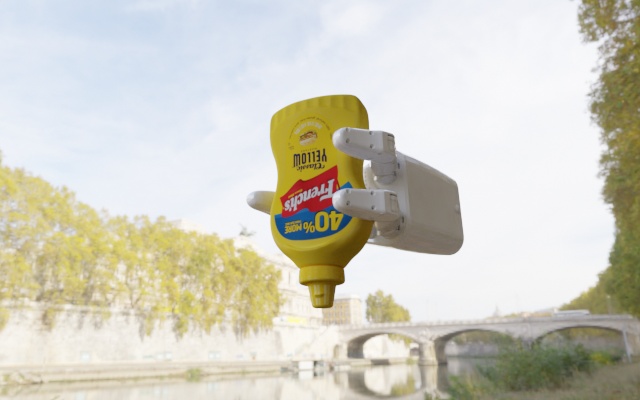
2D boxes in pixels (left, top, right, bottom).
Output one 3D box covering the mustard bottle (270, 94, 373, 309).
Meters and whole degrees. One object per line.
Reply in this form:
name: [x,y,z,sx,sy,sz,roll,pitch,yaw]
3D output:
mustard bottle: [0.000,0.001,0.440,0.096,0.191,0.058,-8,-19,20]
